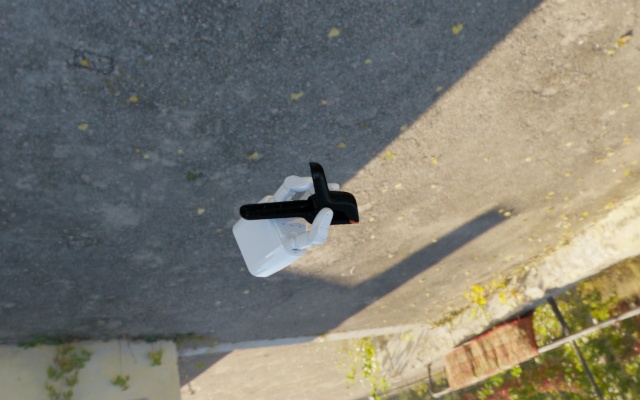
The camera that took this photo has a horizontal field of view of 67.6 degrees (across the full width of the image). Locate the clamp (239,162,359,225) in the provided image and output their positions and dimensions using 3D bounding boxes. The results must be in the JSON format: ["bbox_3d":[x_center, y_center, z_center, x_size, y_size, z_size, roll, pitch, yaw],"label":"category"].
[{"bbox_3d":[0.001,0.003,0.763,0.210,0.036,0.164,13,-34,-41],"label":"clamp"}]
